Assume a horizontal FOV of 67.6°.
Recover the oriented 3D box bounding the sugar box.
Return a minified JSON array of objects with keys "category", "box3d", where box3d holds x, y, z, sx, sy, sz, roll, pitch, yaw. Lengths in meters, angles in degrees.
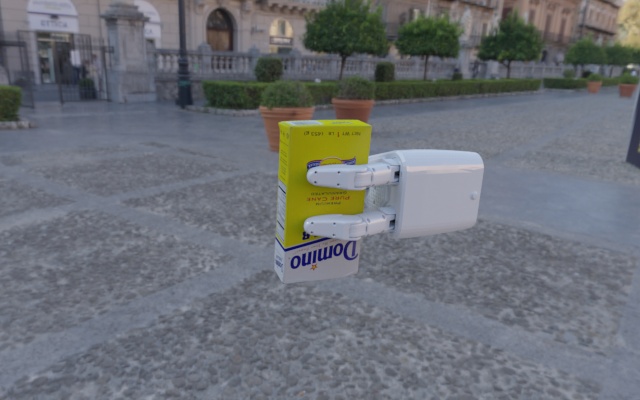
[{"category":"sugar box","box3d":[0.000,0.002,0.525,0.093,0.176,0.048,-4,18,-20]}]
